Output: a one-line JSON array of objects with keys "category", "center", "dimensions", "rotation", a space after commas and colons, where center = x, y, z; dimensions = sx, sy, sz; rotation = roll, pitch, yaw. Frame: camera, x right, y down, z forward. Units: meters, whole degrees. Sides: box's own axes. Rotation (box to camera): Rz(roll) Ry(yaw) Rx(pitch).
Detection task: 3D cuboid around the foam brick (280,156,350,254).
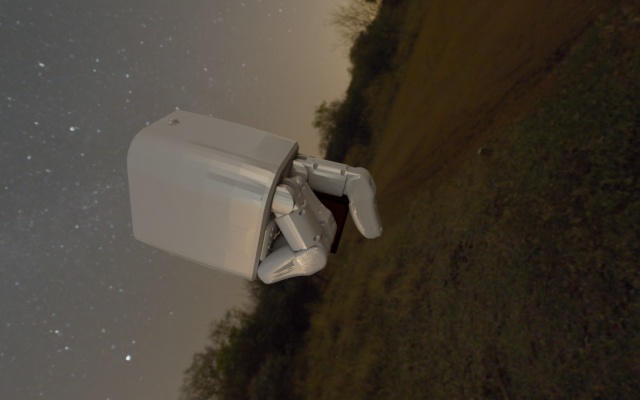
[{"category": "foam brick", "center": [0.000, 0.001, 0.429], "dimensions": [0.051, 0.053, 0.078], "rotation": [16, 26, 2]}]
